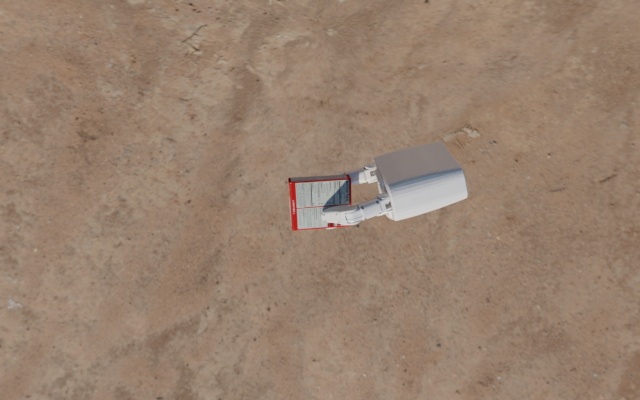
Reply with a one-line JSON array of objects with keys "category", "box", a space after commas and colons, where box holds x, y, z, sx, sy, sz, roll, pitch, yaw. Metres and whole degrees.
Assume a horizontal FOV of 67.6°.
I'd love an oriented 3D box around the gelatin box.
[{"category": "gelatin box", "box": [0.000, 0.002, 0.685, 0.089, 0.073, 0.030, -5, 18, -7]}]
